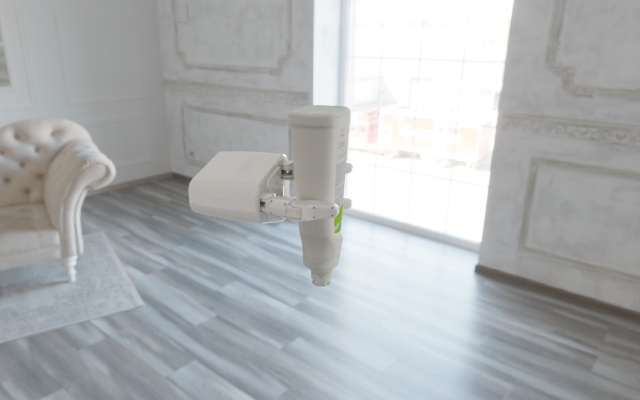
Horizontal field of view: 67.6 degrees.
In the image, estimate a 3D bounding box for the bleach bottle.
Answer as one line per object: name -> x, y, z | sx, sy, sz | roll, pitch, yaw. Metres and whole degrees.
bleach bottle -> 0.000, 0.002, 0.648 | 0.068, 0.251, 0.102 | 7, 19, 18
